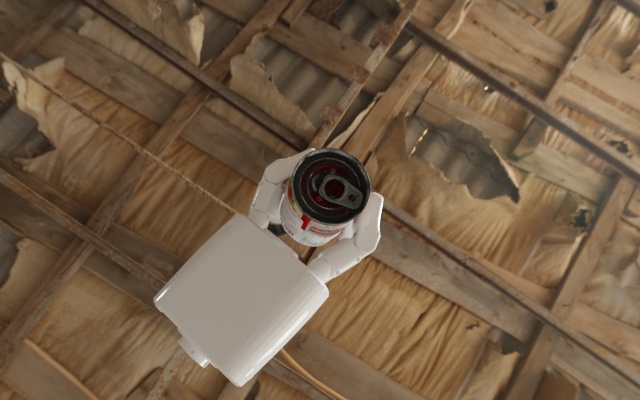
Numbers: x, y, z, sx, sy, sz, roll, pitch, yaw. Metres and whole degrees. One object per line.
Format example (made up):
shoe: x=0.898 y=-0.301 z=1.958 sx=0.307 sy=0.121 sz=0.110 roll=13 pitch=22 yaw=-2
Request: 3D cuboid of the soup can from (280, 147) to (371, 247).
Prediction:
soup can: x=0.000 y=0.001 z=0.444 sx=0.068 sy=0.068 sz=0.102 roll=0 pitch=-16 yaw=-11
